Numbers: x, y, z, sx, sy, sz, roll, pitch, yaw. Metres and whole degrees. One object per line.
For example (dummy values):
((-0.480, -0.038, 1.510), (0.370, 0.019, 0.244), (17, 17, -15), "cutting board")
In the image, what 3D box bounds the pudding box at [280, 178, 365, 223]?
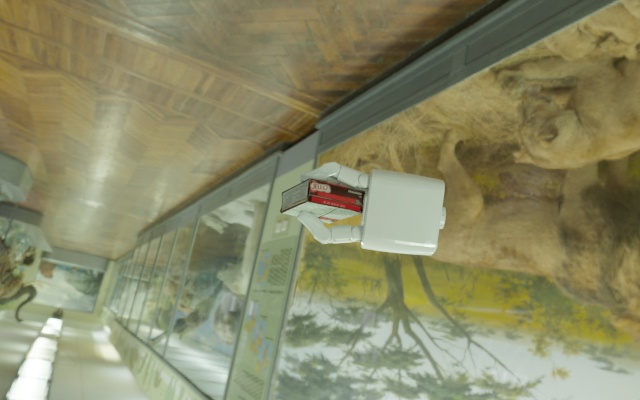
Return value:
((0.000, 0.003, 0.714), (0.090, 0.039, 0.113), (13, -17, -23), "pudding box")
